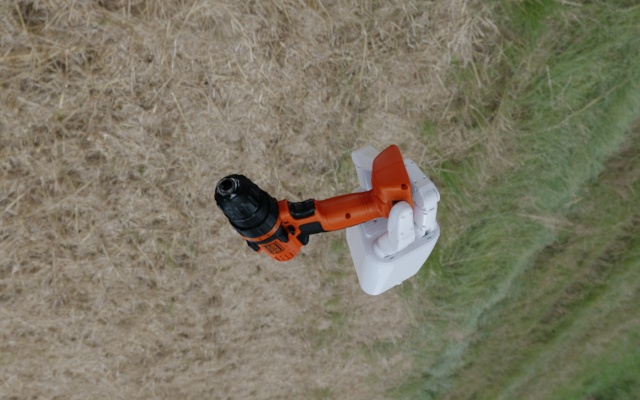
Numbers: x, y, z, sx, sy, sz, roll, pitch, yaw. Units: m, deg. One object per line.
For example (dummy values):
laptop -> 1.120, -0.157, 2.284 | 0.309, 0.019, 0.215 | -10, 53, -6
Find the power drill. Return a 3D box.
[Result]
power drill -> 0.001, 0.002, 0.507 | 0.187, 0.057, 0.184 | -16, -24, 7
